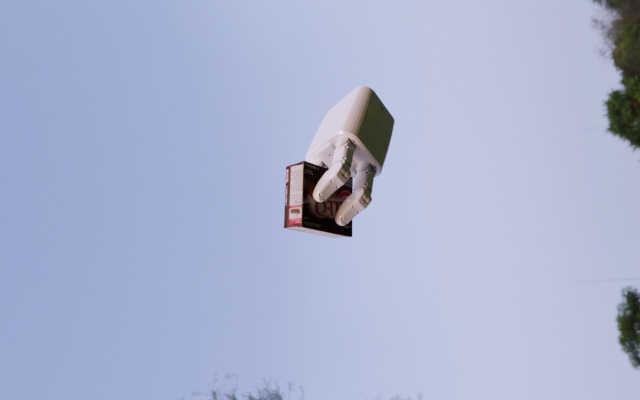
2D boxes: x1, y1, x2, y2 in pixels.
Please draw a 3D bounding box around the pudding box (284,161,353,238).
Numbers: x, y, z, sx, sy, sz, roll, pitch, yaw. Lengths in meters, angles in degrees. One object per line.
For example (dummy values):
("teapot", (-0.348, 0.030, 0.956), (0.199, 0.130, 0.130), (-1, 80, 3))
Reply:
("pudding box", (0.000, 0.002, 0.665), (0.039, 0.090, 0.113), (-10, -16, 41))
